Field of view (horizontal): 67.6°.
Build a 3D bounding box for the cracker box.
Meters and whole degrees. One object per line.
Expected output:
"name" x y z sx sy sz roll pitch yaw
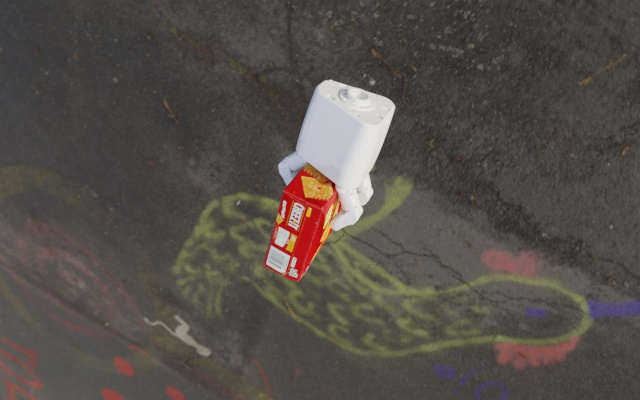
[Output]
"cracker box" 0.000 0.003 0.767 0.072 0.164 0.213 27 40 10
